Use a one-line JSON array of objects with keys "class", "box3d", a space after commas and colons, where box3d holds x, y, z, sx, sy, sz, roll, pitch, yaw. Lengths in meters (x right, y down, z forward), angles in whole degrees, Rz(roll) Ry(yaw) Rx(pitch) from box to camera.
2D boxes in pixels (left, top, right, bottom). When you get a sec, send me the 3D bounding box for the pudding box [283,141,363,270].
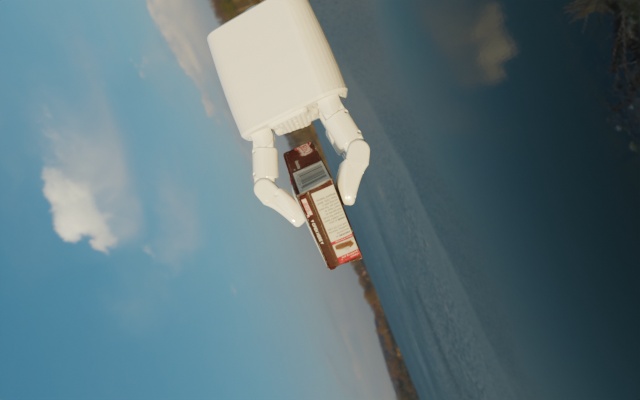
[{"class": "pudding box", "box3d": [0.000, 0.002, 0.478, 0.039, 0.090, 0.113, -23, 27, 2]}]
